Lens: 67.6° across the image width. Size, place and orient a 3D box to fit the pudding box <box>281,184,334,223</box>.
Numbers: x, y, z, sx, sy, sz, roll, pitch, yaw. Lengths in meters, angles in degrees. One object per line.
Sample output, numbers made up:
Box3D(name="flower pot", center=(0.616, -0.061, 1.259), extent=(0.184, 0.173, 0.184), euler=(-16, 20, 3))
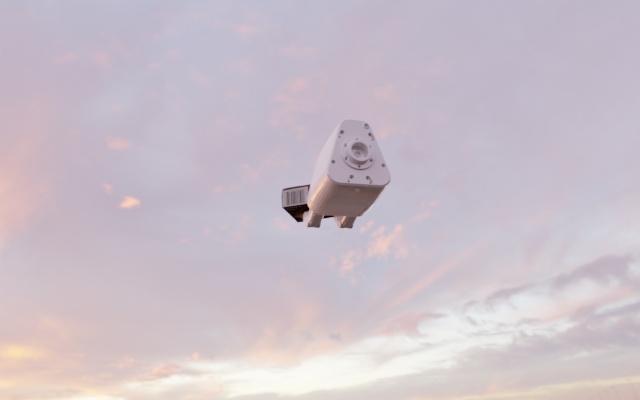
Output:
Box3D(name="pudding box", center=(0.000, 0.002, 0.812), extent=(0.113, 0.039, 0.090), euler=(-7, -21, 13))
